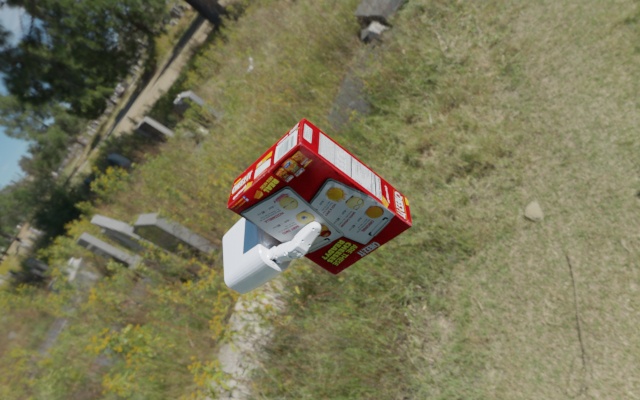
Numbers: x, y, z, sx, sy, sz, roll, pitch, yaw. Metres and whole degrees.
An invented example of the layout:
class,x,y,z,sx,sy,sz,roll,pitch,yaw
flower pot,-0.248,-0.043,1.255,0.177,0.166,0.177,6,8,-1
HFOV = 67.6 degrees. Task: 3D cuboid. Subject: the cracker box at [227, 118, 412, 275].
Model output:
class,x,y,z,sx,sy,sz,roll,pitch,yaw
cracker box,0.000,0.002,0.698,0.214,0.072,0.164,34,-53,-26
